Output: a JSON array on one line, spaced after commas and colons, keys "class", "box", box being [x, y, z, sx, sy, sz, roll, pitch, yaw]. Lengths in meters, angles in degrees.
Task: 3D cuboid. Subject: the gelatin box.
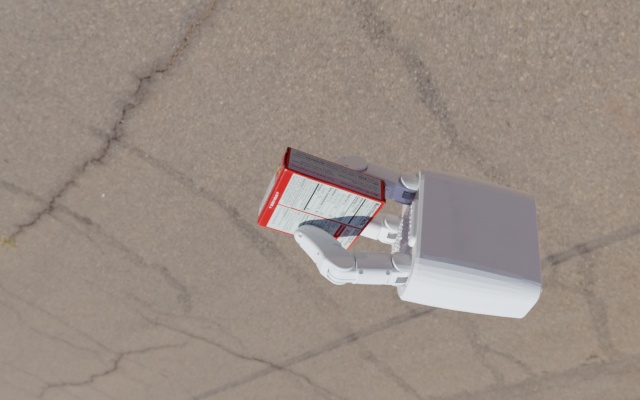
[{"class": "gelatin box", "box": [0.000, 0.002, 0.403, 0.089, 0.030, 0.073, 17, -45, -14]}]
